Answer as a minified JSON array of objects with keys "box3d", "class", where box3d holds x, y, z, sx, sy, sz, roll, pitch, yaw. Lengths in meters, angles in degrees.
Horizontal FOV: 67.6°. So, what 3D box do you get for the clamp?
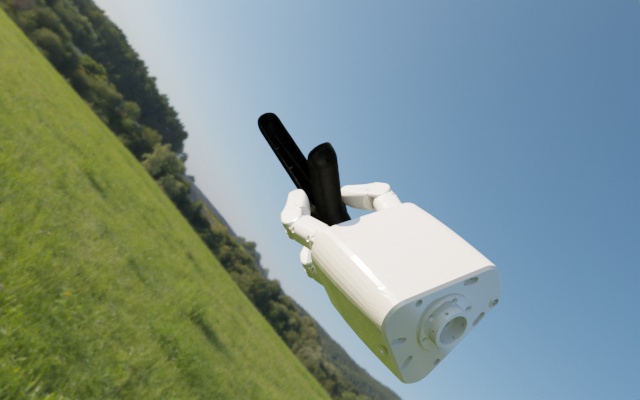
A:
[{"box3d":[0.001,0.002,0.515,0.036,0.210,0.164,-31,36,-10],"class":"clamp"}]
